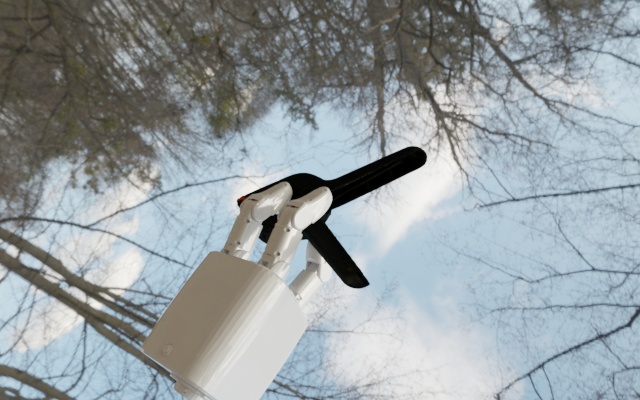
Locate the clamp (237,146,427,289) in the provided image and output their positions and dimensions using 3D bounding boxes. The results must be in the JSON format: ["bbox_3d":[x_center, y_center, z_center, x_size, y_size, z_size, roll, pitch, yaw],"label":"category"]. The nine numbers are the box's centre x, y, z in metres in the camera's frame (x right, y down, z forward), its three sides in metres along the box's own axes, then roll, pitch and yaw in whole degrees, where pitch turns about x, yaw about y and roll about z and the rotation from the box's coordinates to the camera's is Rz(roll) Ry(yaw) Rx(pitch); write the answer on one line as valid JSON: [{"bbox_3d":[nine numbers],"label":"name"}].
[{"bbox_3d":[0.000,0.002,0.492,0.210,0.164,0.036,8,-40,43],"label":"clamp"}]
